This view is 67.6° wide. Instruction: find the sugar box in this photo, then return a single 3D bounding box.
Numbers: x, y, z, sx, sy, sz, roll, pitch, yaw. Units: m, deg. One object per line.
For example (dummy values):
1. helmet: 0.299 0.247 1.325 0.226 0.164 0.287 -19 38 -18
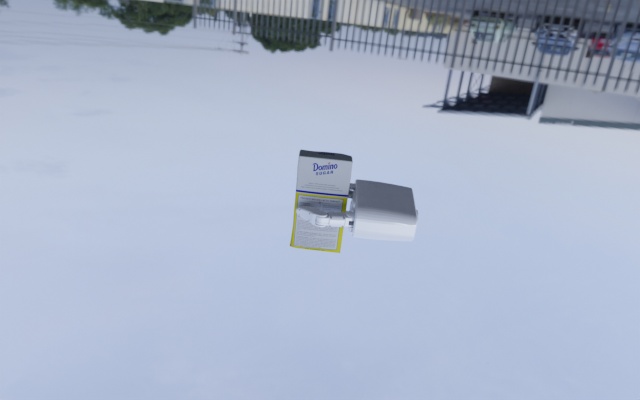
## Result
1. sugar box: 0.000 0.003 0.840 0.093 0.176 0.048 7 21 -2
